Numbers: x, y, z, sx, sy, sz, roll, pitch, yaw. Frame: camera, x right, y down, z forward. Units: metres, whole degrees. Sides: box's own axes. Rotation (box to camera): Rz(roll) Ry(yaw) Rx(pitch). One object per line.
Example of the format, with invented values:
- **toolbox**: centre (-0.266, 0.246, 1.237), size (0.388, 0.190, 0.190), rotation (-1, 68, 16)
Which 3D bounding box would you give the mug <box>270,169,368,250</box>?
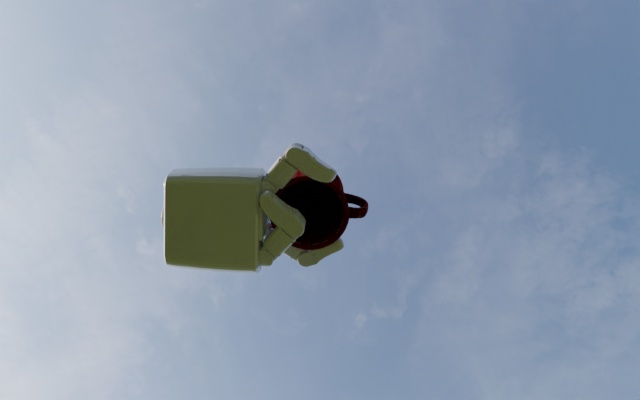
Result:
- **mug**: centre (0.002, 0.002, 0.585), size (0.117, 0.093, 0.081), rotation (3, 21, 1)
